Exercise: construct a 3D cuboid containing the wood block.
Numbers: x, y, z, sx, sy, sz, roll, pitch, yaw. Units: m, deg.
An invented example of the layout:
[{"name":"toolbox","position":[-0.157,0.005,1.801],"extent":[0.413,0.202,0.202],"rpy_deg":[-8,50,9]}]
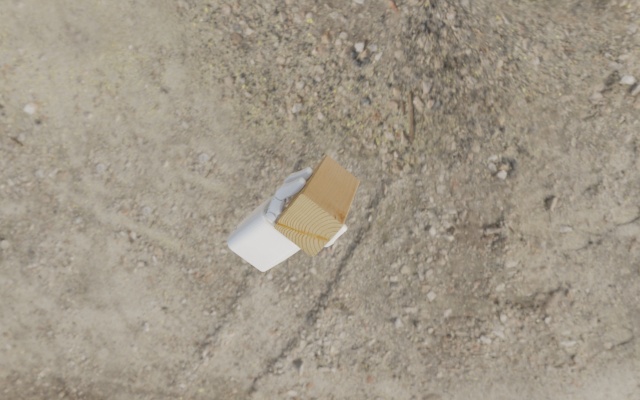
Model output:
[{"name":"wood block","position":[0.000,0.003,0.897],"extent":[0.091,0.090,0.206],"rpy_deg":[39,26,-6]}]
